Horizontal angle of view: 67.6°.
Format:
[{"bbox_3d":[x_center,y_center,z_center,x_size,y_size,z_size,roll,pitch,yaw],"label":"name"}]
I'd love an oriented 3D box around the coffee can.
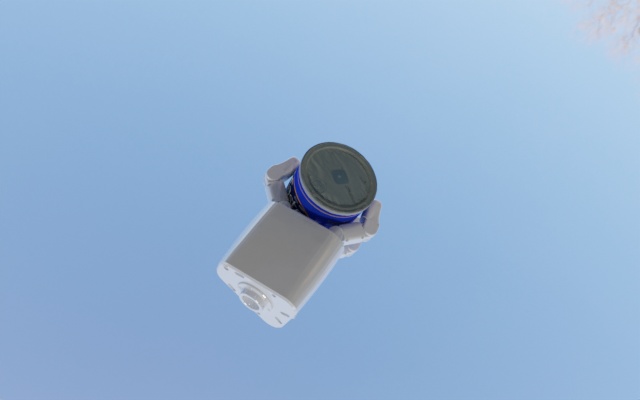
[{"bbox_3d":[0.000,0.002,0.643,0.103,0.102,0.140,0,-28,-23],"label":"coffee can"}]
